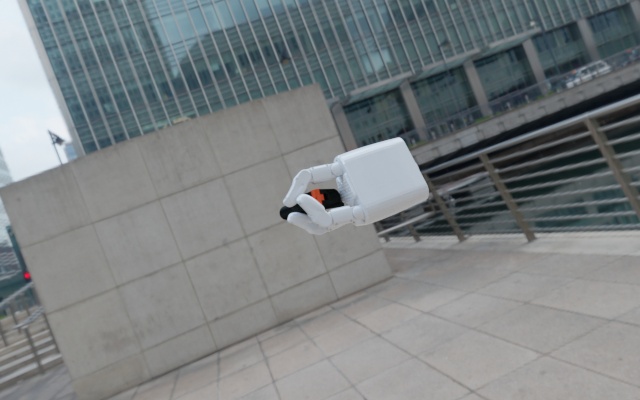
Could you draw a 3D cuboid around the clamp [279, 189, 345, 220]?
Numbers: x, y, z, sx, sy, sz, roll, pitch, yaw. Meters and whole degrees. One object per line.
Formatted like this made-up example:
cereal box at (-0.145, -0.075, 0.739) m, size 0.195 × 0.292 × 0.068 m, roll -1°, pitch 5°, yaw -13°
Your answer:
clamp at (0.000, 0.002, 0.777) m, size 0.120 × 0.039 × 0.171 m, roll -19°, pitch -1°, yaw -13°
